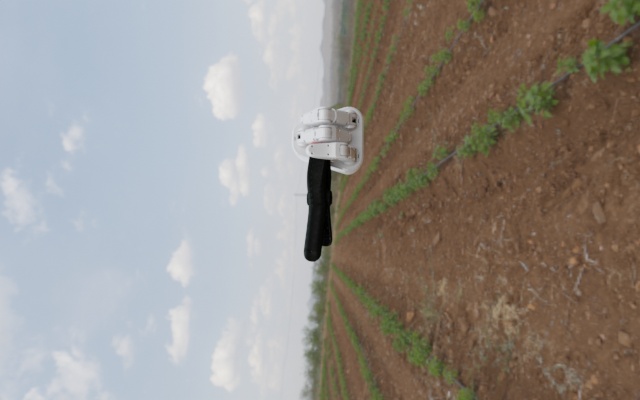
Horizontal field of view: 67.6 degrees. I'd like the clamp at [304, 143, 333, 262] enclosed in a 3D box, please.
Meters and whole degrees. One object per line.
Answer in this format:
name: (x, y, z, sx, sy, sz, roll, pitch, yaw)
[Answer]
clamp: (-0.001, 0.002, 0.720, 0.039, 0.171, 0.120, 4, -2, 5)
